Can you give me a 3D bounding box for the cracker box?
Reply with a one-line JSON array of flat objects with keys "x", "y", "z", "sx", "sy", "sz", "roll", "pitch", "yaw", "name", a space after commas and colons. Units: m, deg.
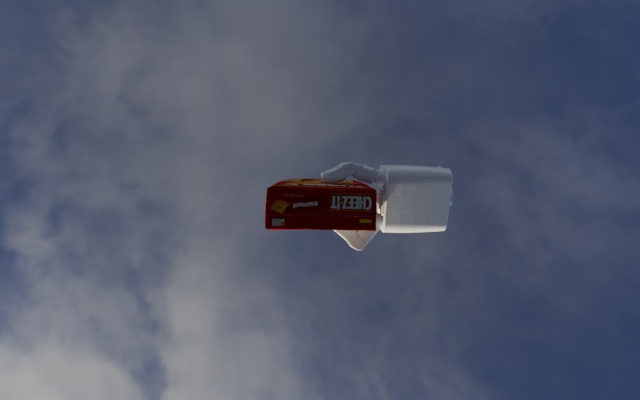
[{"x": 0.000, "y": 0.003, "z": 0.797, "sx": 0.164, "sy": 0.072, "sz": 0.213, "roll": 0, "pitch": 4, "yaw": -1, "name": "cracker box"}]
